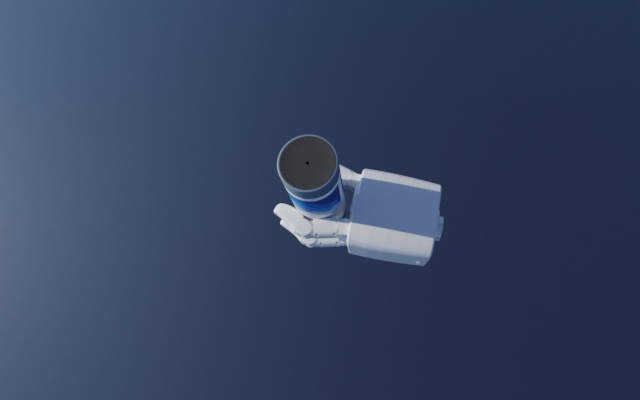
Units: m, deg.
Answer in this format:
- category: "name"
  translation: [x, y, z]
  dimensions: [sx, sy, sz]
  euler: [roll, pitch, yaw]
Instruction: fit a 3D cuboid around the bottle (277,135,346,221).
- category: "bottle"
  translation: [0.000, 0.002, 0.648]
  dimensions: [0.069, 0.069, 0.296]
  euler: [0, -17, 6]
